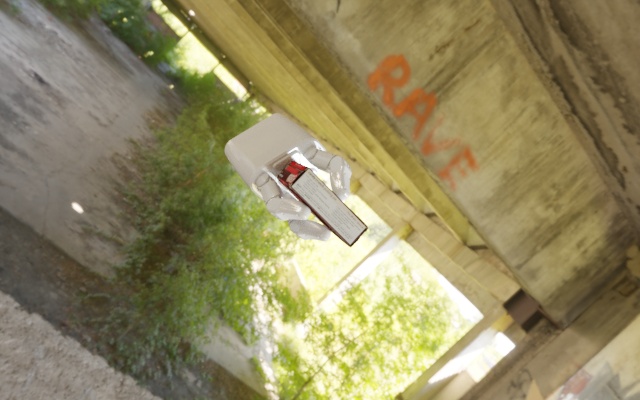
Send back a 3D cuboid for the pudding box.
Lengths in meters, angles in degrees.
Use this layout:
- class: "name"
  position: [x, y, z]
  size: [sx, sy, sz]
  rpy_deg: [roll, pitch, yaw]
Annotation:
- class: "pudding box"
  position: [0.000, 0.002, 0.608]
  size: [0.113, 0.039, 0.090]
  rpy_deg: [43, -2, -17]
